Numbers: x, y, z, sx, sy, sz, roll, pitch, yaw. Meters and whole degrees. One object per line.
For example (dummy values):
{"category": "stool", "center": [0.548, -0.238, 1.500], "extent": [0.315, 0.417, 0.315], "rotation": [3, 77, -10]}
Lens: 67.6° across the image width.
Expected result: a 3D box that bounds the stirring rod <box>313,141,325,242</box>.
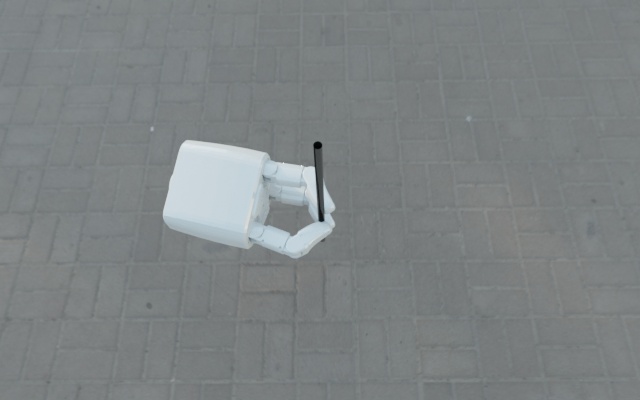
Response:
{"category": "stirring rod", "center": [0.000, 0.002, 0.522], "extent": [0.011, 0.011, 0.240], "rotation": [0, -24, 1]}
